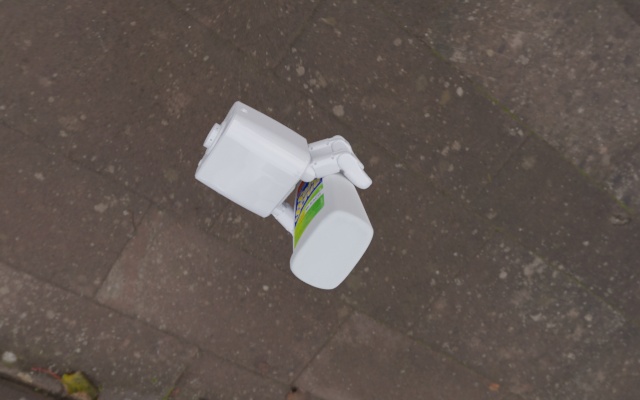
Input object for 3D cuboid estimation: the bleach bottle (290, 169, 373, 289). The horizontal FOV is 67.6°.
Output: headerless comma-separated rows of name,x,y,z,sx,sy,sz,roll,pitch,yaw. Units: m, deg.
bleach bottle,0.000,0.002,0.631,0.068,0.102,0.250,29,19,-19
